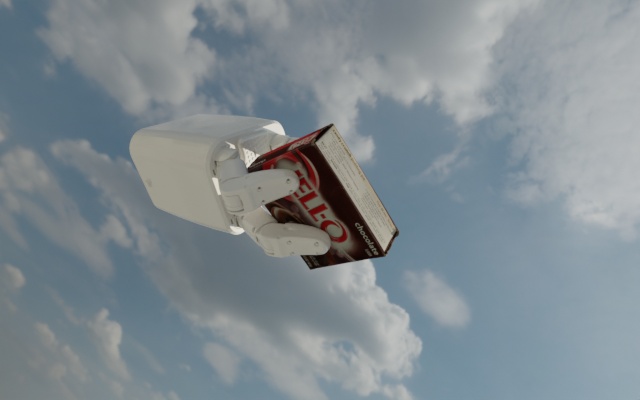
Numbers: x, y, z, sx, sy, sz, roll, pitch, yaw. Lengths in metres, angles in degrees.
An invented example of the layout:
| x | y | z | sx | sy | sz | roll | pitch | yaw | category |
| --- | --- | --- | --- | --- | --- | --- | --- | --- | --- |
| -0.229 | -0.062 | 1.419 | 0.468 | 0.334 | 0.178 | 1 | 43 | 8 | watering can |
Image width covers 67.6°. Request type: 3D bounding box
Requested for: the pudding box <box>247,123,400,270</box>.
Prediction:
| x | y | z | sx | sy | sz | roll | pitch | yaw | category |
| --- | --- | --- | --- | --- | --- | --- | --- | --- | --- |
| 0.000 | 0.001 | 0.404 | 0.090 | 0.113 | 0.039 | -17 | 25 | 44 | pudding box |
